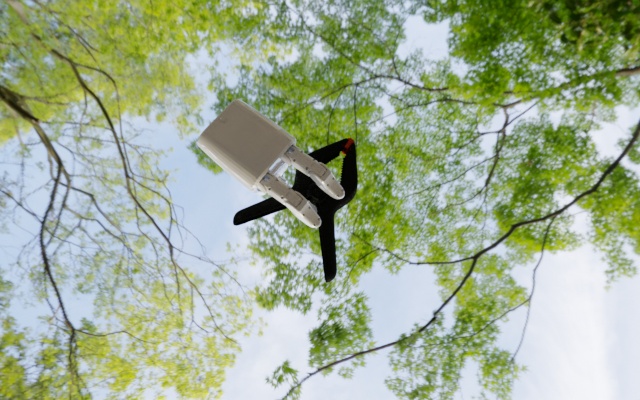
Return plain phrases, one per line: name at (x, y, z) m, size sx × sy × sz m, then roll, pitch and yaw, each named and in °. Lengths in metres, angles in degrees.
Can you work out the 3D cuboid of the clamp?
clamp at (0.000, 0.002, 0.695) m, size 0.164 × 0.210 × 0.036 m, roll 39°, pitch -17°, yaw 1°
